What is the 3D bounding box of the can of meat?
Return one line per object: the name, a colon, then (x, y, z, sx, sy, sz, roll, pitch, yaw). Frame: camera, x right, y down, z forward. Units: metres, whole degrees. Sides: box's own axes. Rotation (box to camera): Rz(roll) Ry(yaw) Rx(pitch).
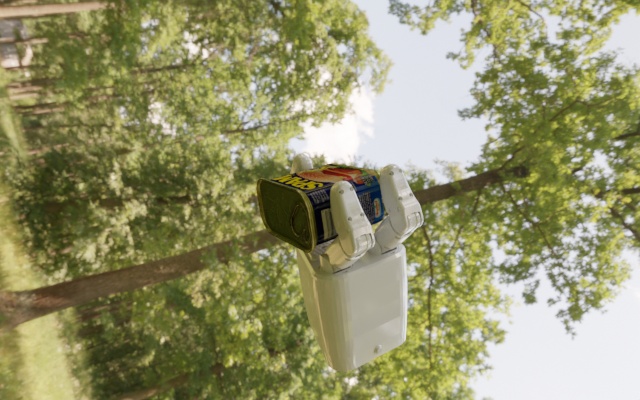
can of meat: (0.000, 0.001, 0.450, 0.084, 0.057, 0.102, -17, 19, -28)
